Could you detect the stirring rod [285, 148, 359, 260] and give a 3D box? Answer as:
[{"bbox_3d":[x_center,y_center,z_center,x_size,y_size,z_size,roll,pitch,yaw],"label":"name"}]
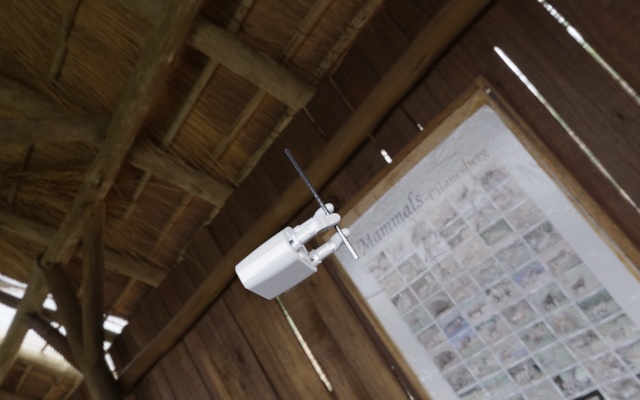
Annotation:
[{"bbox_3d":[0.000,0.003,0.847,0.011,0.239,0.011,-30,-17,-10],"label":"stirring rod"}]
